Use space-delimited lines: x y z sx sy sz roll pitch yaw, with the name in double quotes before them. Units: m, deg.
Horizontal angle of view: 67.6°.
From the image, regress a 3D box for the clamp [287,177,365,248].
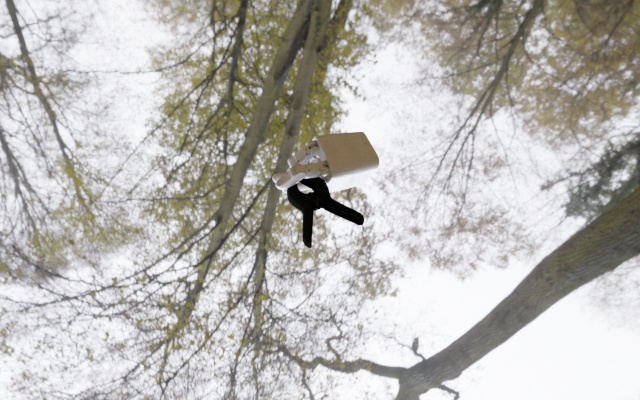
"clamp" 0.000 0.003 0.871 0.120 0.171 0.039 -11 -34 -21
